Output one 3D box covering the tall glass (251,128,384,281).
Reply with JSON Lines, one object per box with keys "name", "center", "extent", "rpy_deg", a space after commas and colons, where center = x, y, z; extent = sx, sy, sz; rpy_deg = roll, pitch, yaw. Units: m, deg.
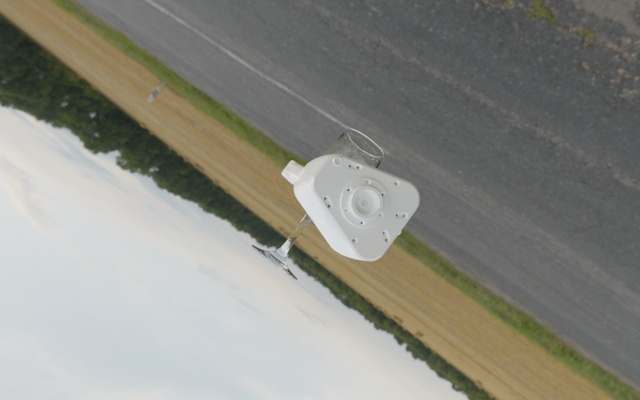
{"name": "tall glass", "center": [0.000, 0.003, 0.625], "extent": [0.079, 0.201, 0.079], "rpy_deg": [37, -6, 5]}
